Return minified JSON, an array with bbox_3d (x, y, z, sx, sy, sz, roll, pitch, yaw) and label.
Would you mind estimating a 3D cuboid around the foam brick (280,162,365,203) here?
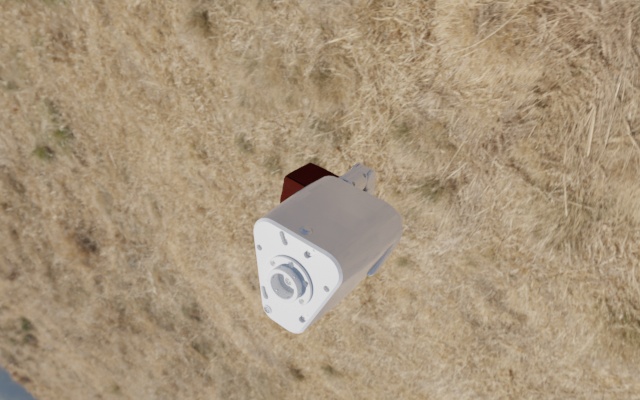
[{"bbox_3d":[0.000,0.002,0.528,0.078,0.053,0.051,28,35,23],"label":"foam brick"}]
